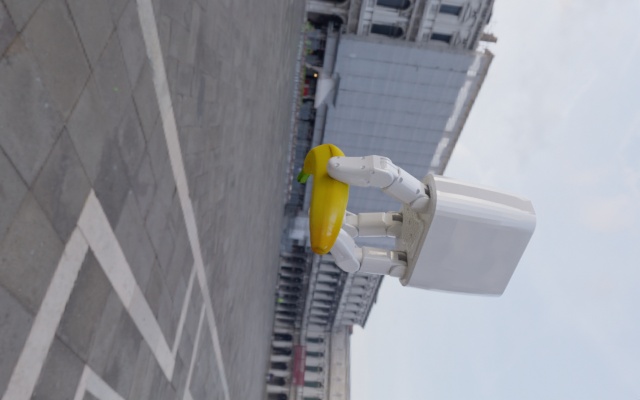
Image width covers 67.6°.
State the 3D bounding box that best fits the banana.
[{"bbox_3d":[0.005,-0.017,0.483,0.037,0.070,0.197,14,19,-10],"label":"banana"}]
